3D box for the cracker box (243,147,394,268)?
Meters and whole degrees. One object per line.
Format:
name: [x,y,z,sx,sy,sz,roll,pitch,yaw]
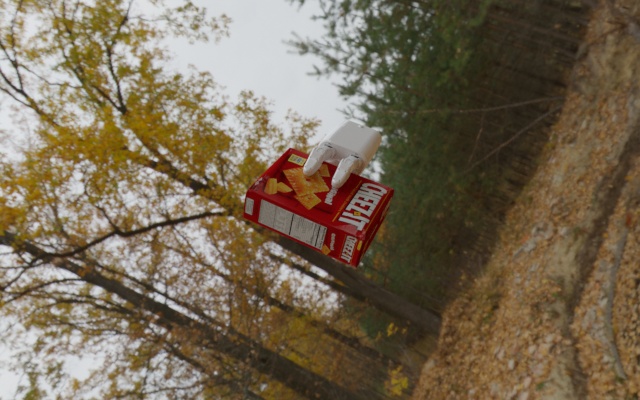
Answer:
cracker box: [0.000,0.003,0.826,0.213,0.072,0.164,22,39,13]
